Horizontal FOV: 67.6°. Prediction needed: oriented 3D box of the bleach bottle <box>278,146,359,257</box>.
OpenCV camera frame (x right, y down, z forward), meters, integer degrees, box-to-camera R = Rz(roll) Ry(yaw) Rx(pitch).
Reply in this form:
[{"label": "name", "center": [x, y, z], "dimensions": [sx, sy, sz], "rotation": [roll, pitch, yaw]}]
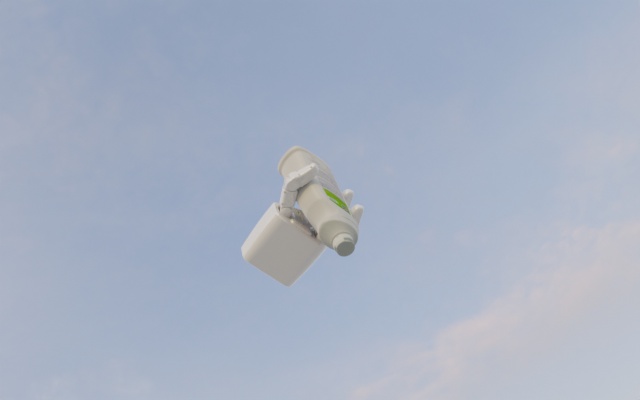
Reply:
[{"label": "bleach bottle", "center": [0.000, 0.003, 0.791], "dimensions": [0.102, 0.068, 0.250], "rotation": [30, 19, -29]}]
